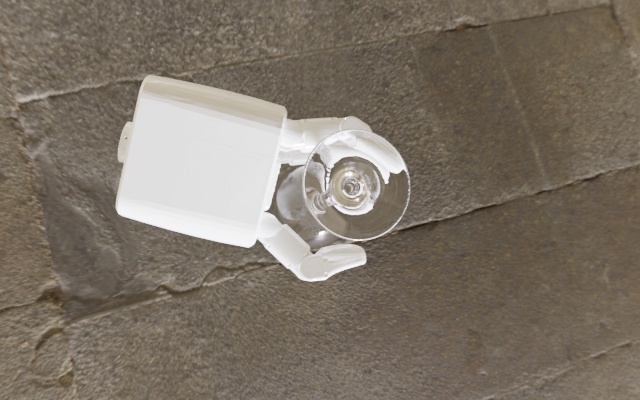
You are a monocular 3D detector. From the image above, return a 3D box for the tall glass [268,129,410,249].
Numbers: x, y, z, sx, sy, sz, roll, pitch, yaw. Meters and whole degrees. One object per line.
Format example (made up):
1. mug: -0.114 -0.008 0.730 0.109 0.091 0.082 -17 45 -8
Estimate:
1. tall glass: 0.000 0.001 0.407 0.079 0.079 0.201 0 -7 -14
